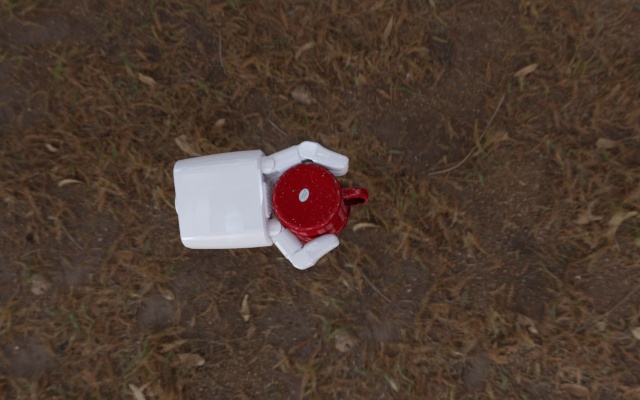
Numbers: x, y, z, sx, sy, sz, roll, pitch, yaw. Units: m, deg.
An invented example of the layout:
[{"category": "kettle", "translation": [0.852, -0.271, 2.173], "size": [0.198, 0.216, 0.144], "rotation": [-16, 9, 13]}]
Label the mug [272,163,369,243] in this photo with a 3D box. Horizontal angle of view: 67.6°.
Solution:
[{"category": "mug", "translation": [0.002, 0.002, 0.578], "size": [0.117, 0.093, 0.081], "rotation": [-6, -11, 6]}]
